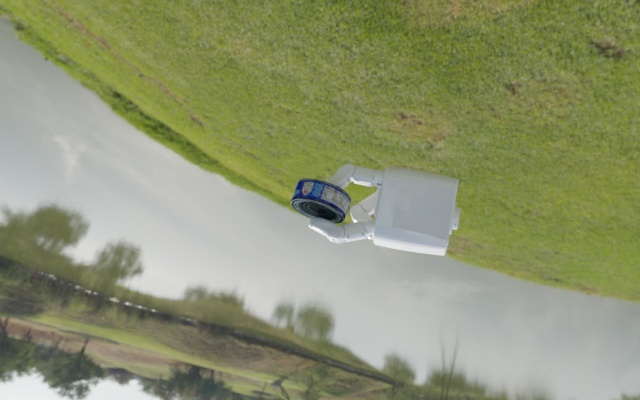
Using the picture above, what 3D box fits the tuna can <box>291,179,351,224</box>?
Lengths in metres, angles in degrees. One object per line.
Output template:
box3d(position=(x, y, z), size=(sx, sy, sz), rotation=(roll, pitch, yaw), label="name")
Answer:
box3d(position=(0.000, 0.003, 0.709), size=(0.086, 0.033, 0.086), rotation=(17, -20, 6), label="tuna can")
